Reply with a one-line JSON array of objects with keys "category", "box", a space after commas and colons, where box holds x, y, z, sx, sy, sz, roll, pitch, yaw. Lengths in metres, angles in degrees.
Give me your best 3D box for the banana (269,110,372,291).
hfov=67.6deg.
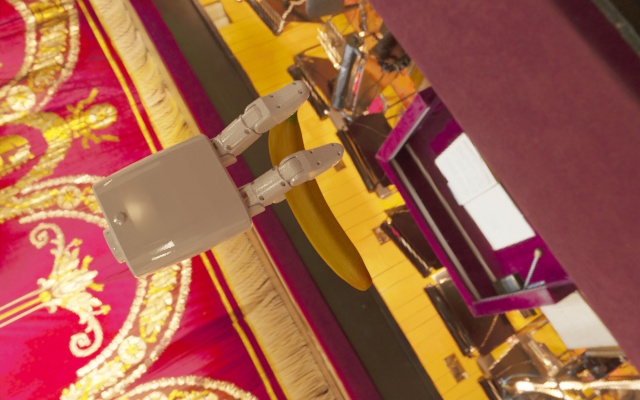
[{"category": "banana", "box": [-0.008, -0.001, 0.472, 0.037, 0.198, 0.069, -26, 7, -21]}]
